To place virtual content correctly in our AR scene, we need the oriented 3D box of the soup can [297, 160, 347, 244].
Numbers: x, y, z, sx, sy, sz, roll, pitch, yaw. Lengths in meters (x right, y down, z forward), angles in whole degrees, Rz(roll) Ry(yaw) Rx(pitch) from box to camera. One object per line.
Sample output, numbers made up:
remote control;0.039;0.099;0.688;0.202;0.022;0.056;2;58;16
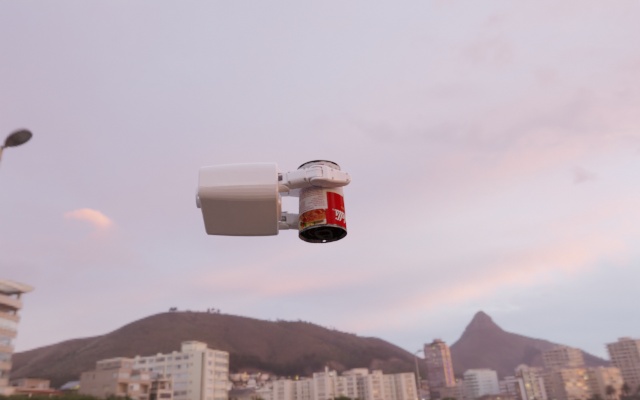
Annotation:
soup can;0.001;0.002;0.677;0.068;0.102;0.068;-3;-25;-2
